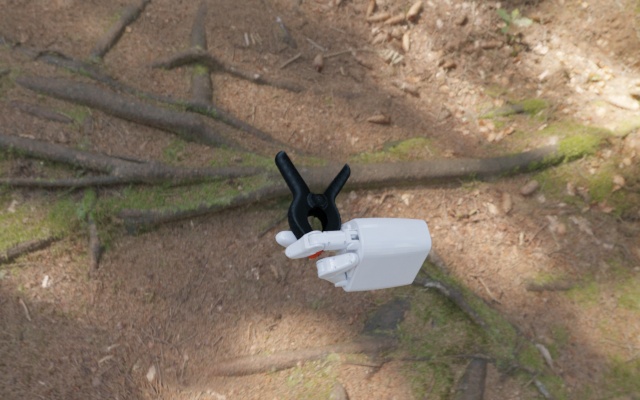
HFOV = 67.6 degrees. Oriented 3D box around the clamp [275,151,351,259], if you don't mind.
[{"bbox_3d":[0.000,0.002,0.701,0.120,0.171,0.039,-1,-28,-17],"label":"clamp"}]
